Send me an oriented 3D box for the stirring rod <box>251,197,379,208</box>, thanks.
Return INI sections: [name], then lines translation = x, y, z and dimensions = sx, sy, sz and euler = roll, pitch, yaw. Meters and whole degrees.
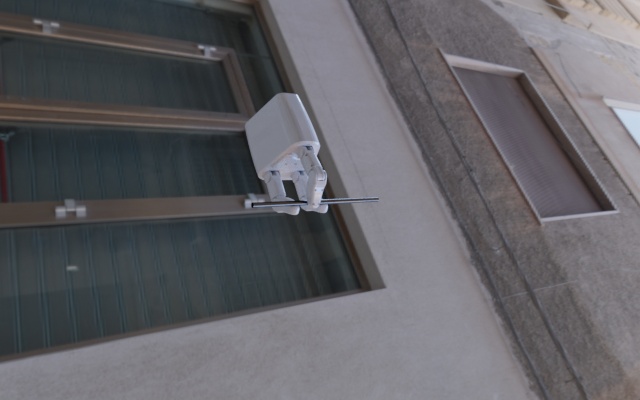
[stirring rod]
translation = 0.000, 0.002, 0.757
dimensions = 0.239, 0.011, 0.011
euler = -3, 1, -35
